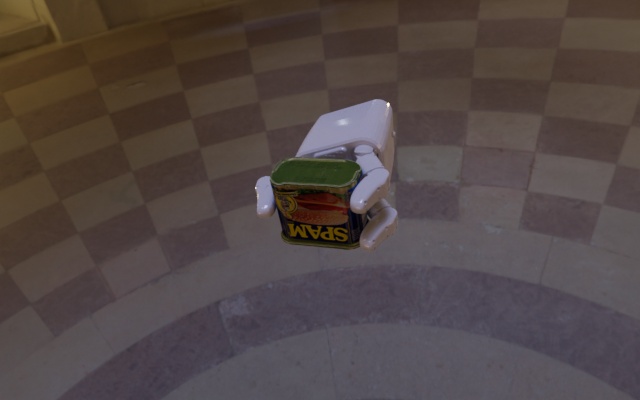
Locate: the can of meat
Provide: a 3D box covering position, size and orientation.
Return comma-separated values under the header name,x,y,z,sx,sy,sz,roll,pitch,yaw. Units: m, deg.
name,x,y,z,sx,sy,sz,roll,pitch,yaw
can of meat,0.000,0.001,0.523,0.102,0.084,0.057,4,39,18
